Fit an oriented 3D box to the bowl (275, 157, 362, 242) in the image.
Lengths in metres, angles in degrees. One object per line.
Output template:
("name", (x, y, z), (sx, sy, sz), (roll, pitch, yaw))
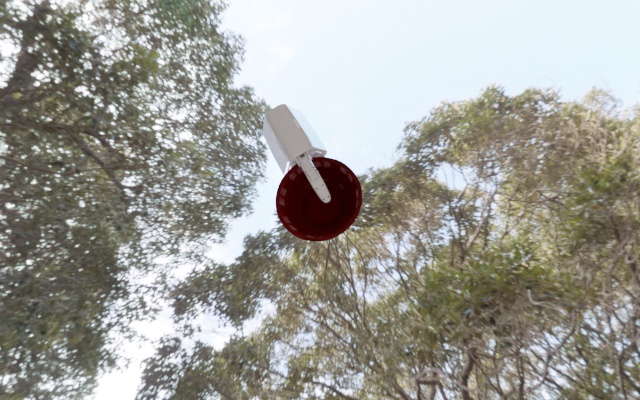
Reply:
("bowl", (0.001, 0.004, 0.892), (0.162, 0.162, 0.055), (0, -17, 11))
